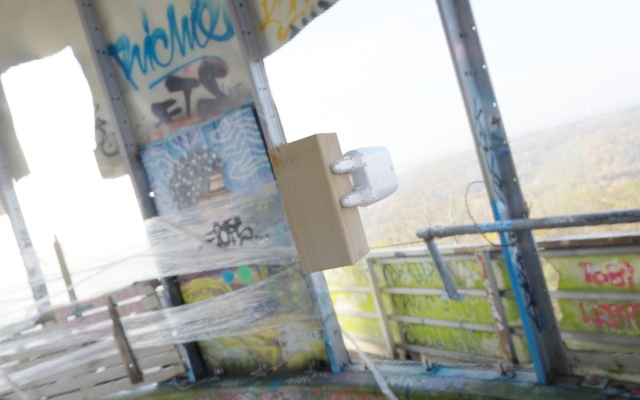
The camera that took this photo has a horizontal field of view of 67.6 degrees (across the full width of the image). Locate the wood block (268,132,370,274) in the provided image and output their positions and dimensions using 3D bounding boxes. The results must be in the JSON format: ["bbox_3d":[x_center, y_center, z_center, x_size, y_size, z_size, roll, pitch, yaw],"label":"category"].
[{"bbox_3d":[0.000,0.002,0.771,0.091,0.206,0.090,-15,3,25],"label":"wood block"}]
